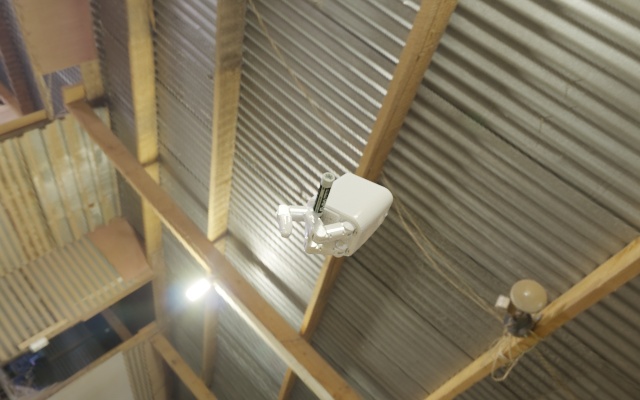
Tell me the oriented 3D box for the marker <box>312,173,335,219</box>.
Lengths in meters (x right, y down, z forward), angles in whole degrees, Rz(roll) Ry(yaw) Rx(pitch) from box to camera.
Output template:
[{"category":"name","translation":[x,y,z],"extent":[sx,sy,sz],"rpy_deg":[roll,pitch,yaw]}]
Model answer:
[{"category":"marker","translation":[0.000,0.003,0.759],"extent":[0.020,0.020,0.121],"rpy_deg":[0,-39,-15]}]
